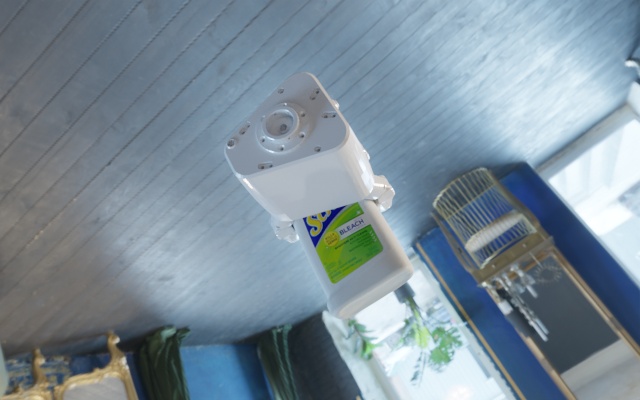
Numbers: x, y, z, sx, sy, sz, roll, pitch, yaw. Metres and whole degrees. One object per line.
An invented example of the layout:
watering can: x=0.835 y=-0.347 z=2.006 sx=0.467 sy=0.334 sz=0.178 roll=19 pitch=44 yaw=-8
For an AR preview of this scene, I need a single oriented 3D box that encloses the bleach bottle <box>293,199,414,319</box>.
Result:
bleach bottle: x=0.000 y=0.002 z=0.551 sx=0.102 sy=0.250 sz=0.068 roll=-33 pitch=-26 yaw=3
